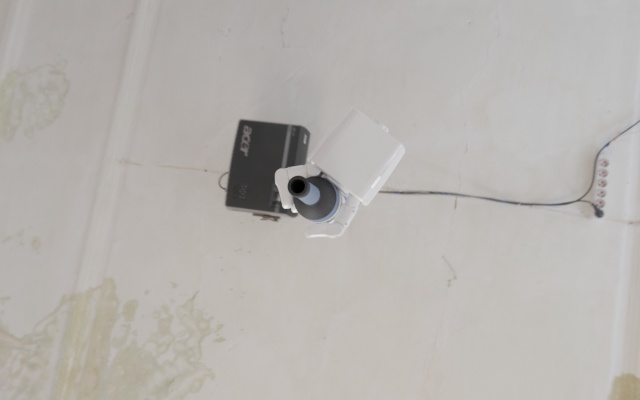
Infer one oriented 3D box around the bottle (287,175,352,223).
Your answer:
[{"bbox_3d":[0.000,0.003,0.740,0.069,0.069,0.296,0,-8,11],"label":"bottle"}]
